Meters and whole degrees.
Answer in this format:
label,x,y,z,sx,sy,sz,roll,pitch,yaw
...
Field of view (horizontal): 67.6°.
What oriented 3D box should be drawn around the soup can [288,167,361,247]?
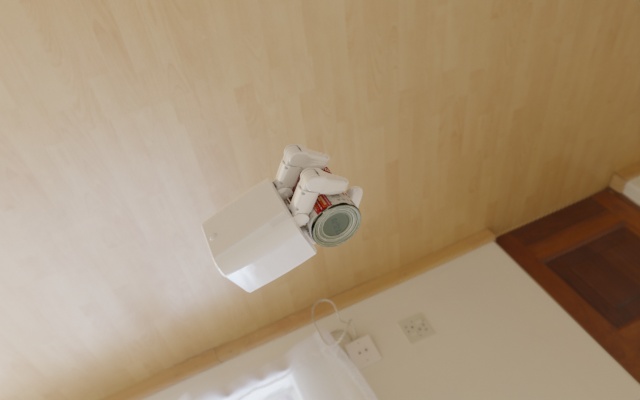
label,x,y,z,sx,sy,sz,roll,pitch,yaw
soup can,0.001,0.002,0.607,0.068,0.068,0.102,0,36,-29
